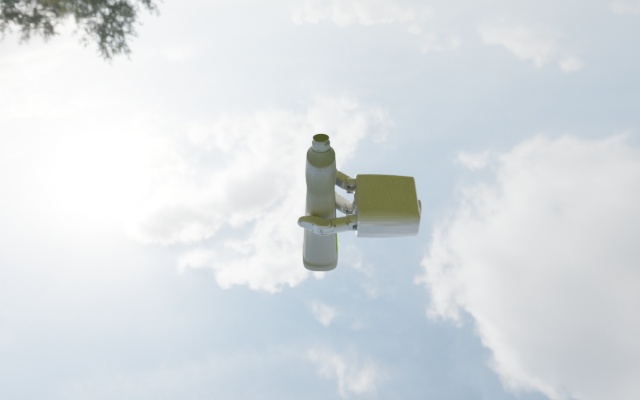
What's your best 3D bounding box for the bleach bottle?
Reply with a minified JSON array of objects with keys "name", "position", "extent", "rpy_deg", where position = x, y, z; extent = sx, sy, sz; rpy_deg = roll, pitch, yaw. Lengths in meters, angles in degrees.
[{"name":"bleach bottle","position":[0.000,0.003,0.843],"extent":[0.068,0.251,0.102],"rpy_deg":[0,37,0]}]
